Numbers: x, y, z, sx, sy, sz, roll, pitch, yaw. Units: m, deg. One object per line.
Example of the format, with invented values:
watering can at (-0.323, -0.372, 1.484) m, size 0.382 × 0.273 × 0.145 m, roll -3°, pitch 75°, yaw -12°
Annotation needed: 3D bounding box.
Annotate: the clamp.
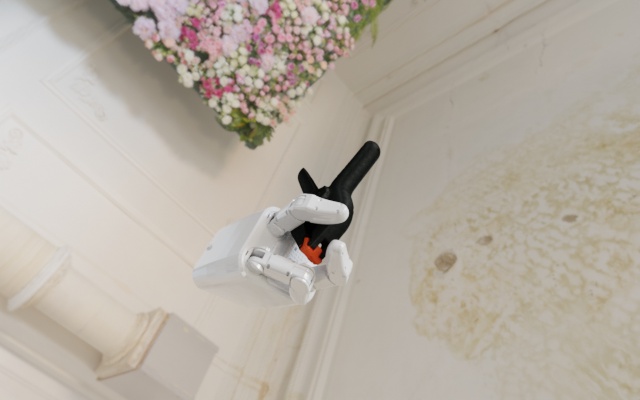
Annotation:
clamp at (0.000, 0.002, 0.564) m, size 0.120 × 0.171 × 0.039 m, roll -19°, pitch -57°, yaw 42°
